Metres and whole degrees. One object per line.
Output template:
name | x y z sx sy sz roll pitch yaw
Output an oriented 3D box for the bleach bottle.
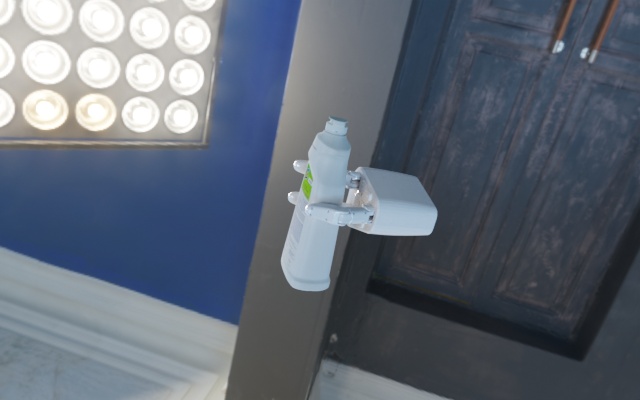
bleach bottle | 0.000 0.002 0.713 0.068 0.251 0.102 6 21 -21
